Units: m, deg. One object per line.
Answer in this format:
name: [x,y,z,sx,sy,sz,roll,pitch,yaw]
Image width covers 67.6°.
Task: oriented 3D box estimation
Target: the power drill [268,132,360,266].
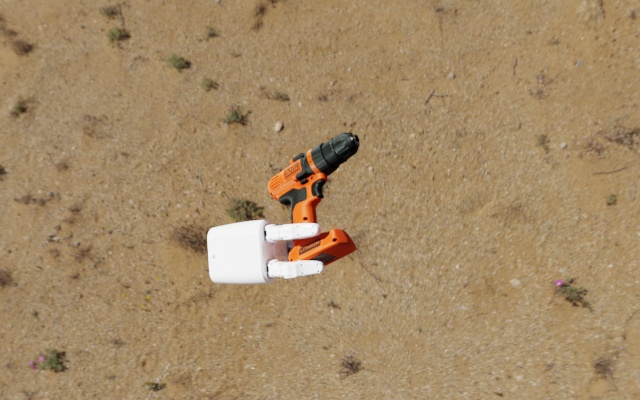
power drill: [0.000,0.003,0.748,0.184,0.187,0.057,-32,-37,32]
